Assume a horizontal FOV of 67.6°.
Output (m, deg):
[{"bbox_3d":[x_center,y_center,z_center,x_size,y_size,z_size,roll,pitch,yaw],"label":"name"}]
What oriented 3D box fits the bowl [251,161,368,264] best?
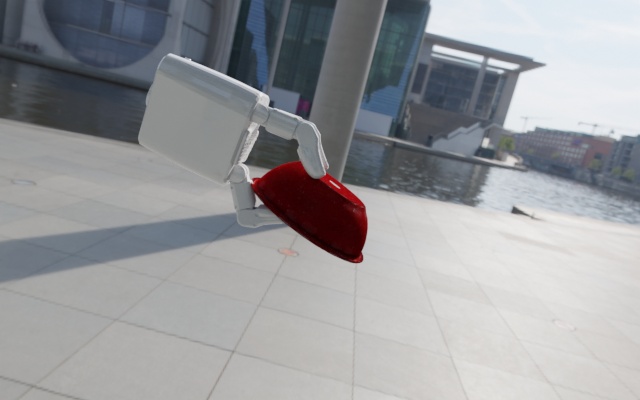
[{"bbox_3d":[0.001,0.002,0.556,0.162,0.055,0.162,36,9,-7],"label":"bowl"}]
